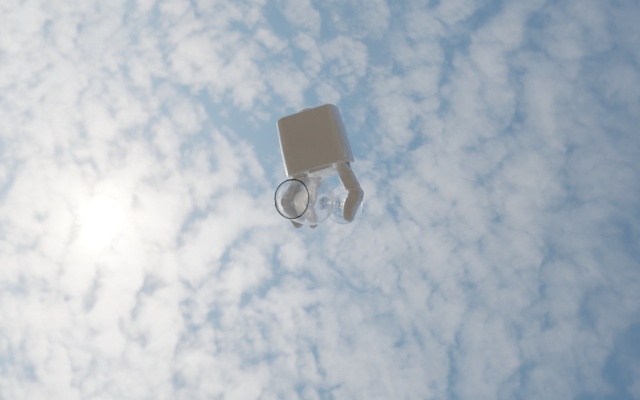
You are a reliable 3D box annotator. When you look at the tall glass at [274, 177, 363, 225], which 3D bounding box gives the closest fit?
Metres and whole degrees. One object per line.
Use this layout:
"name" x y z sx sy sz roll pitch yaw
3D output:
"tall glass" 0.001 0.003 0.808 0.079 0.079 0.201 0 -3 26
